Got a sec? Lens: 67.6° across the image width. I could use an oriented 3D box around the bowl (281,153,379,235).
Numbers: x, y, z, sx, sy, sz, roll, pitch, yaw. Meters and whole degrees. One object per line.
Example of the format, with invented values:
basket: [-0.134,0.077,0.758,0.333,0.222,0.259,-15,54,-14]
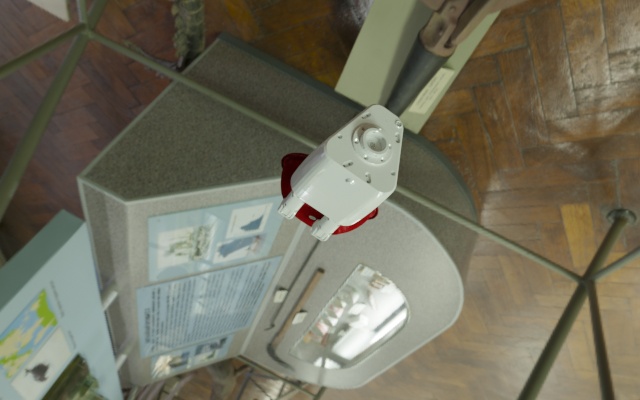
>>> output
bowl: [0.000,0.003,0.691,0.162,0.055,0.162,27,-19,10]
